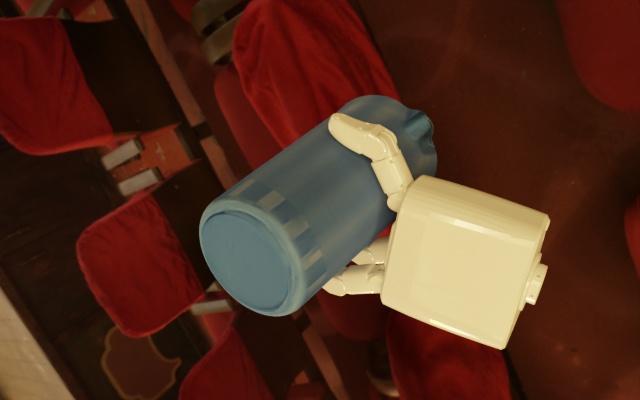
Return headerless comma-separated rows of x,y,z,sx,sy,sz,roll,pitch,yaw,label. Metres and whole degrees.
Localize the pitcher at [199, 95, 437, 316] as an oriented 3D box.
0.000,0.002,0.461,0.145,0.149,0.242,19,36,27,pitcher
